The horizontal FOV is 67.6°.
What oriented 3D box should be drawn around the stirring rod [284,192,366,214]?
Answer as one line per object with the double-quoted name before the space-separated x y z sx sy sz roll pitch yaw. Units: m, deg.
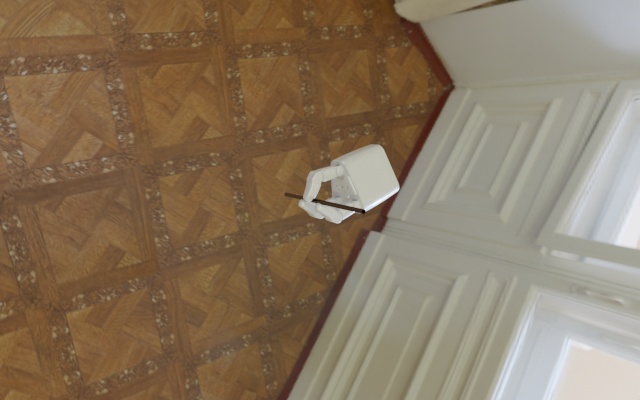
"stirring rod" 0.000 0.003 0.874 0.011 0.011 0.239 0 7 -36
